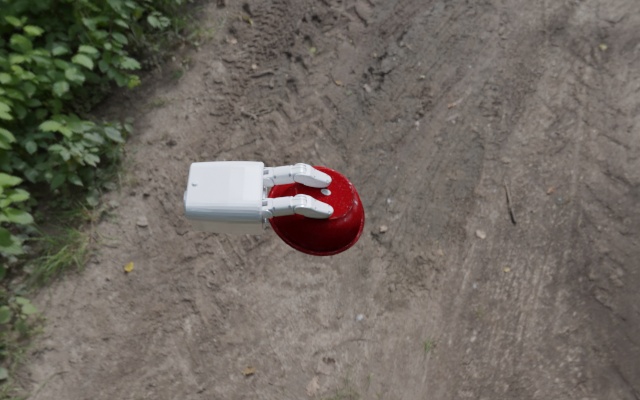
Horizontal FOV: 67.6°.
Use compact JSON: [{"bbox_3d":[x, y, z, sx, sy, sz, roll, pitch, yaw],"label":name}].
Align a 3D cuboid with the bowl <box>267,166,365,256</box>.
[{"bbox_3d":[0.001,0.002,0.738,0.162,0.162,0.055,0,-32,-17],"label":"bowl"}]
